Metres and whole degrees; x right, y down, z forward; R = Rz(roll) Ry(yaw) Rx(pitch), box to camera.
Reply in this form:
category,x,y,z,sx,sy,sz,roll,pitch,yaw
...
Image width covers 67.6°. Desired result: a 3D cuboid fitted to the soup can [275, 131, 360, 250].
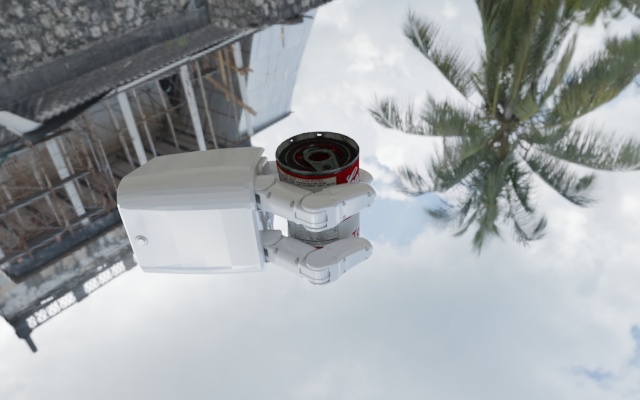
category,x,y,z,sx,sy,sz,roll,pitch,yaw
soup can,0.001,0.001,0.410,0.068,0.102,0.068,-2,35,2
